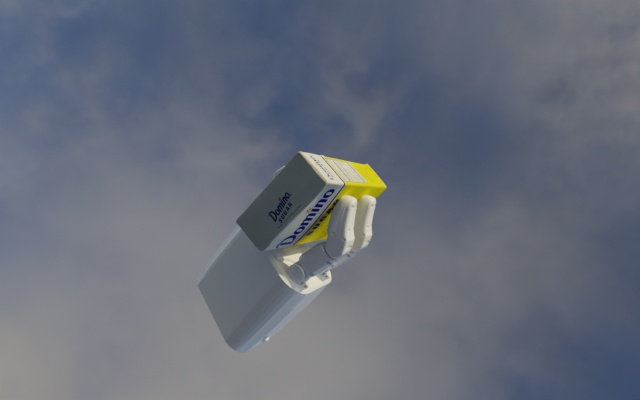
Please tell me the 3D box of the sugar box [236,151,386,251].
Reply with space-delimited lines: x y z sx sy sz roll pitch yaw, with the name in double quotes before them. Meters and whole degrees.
"sugar box" 0.000 0.002 0.492 0.093 0.048 0.176 -46 -14 18
